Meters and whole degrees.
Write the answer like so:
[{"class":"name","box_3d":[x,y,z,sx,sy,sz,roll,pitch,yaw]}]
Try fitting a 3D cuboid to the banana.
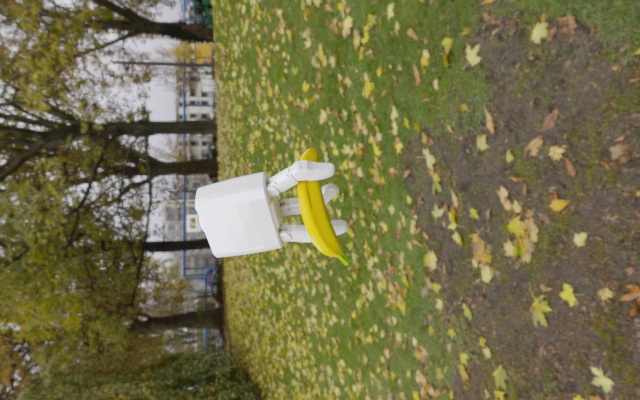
[{"class":"banana","box_3d":[-0.007,0.000,0.697,0.037,0.197,0.070,-23,-24,18]}]
